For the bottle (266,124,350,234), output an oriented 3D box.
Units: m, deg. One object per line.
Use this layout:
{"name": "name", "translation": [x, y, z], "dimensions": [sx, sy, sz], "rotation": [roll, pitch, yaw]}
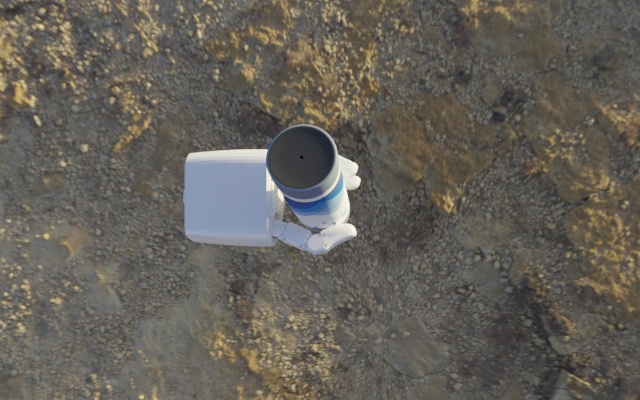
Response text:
{"name": "bottle", "translation": [0.000, 0.002, 0.575], "dimensions": [0.069, 0.069, 0.296], "rotation": [0, -16, 7]}
